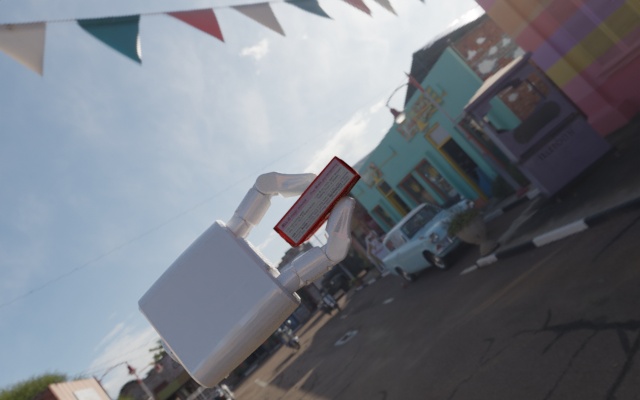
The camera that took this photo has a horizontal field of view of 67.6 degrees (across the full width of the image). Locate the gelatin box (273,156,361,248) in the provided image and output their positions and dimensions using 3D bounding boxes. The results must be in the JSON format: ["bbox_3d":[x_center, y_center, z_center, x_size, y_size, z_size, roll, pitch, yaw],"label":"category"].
[{"bbox_3d":[0.000,0.001,0.455,0.030,0.089,0.073,40,5,5],"label":"gelatin box"}]
